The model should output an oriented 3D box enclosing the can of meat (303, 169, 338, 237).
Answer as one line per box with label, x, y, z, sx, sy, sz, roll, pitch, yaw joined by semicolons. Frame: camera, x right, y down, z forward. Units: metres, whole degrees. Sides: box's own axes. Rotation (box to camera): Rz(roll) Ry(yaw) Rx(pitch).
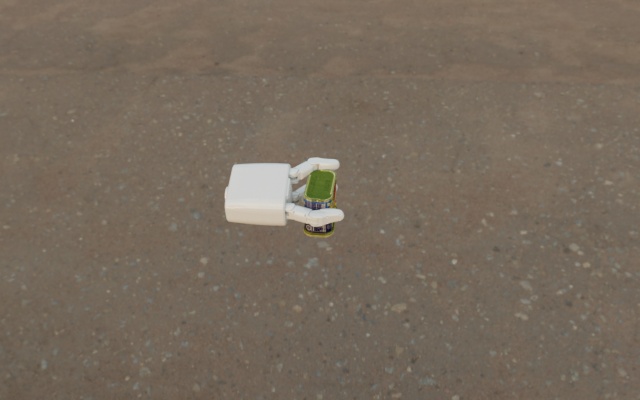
can of meat;0.000;0.003;0.878;0.057;0.084;0.102;4;37;6
